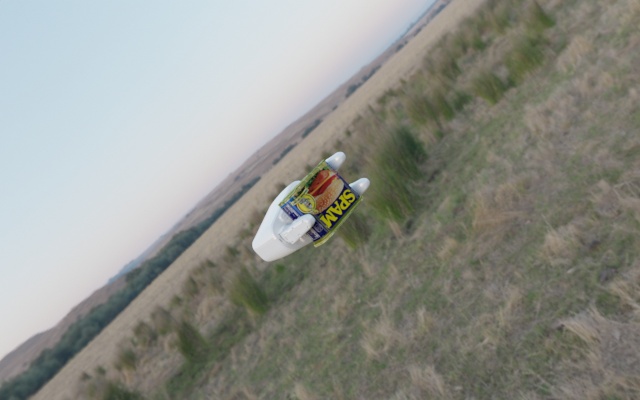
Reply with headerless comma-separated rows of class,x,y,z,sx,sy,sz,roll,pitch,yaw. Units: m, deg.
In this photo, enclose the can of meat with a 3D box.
can of meat,0.000,0.002,0.704,0.102,0.084,0.057,-47,6,-27
